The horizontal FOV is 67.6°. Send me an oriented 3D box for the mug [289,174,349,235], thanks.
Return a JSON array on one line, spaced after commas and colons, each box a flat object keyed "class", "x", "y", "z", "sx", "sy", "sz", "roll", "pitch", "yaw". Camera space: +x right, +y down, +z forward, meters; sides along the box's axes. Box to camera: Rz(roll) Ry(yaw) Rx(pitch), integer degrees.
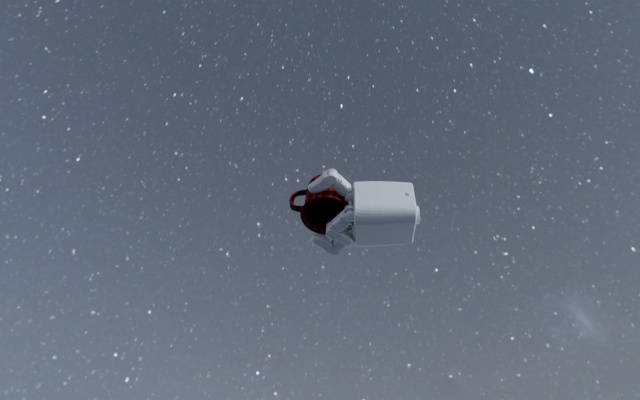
[{"class": "mug", "x": -0.001, "y": 0.003, "z": 0.896, "sx": 0.117, "sy": 0.093, "sz": 0.081, "roll": 2, "pitch": 39, "yaw": 3}]
